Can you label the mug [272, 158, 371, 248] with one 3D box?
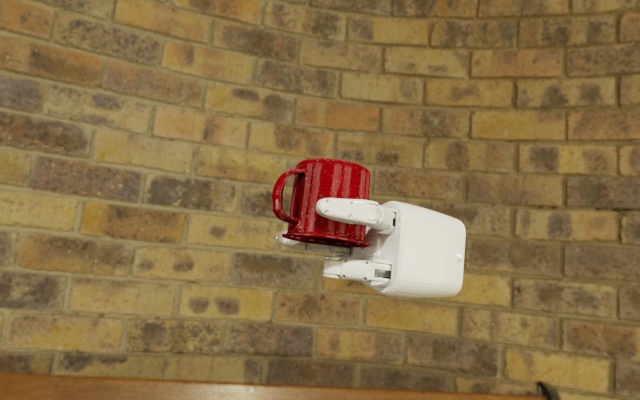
[{"bbox_3d":[-0.001,0.001,0.501,0.117,0.081,0.093,13,-12,-35],"label":"mug"}]
